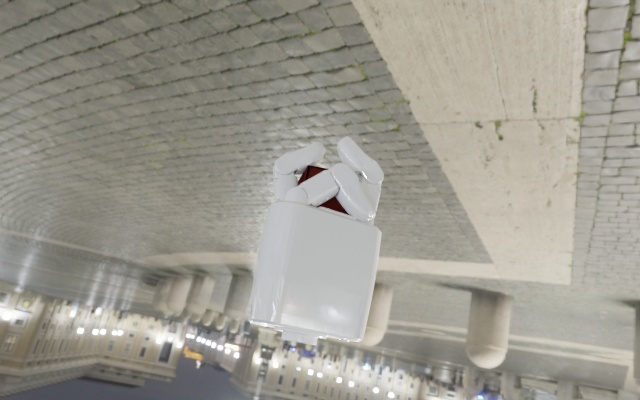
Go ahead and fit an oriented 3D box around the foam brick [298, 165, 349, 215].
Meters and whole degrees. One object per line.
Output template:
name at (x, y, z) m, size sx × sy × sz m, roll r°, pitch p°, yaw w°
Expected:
foam brick at (0.000, 0.002, 0.514) m, size 0.053 × 0.051 × 0.078 m, roll 11°, pitch -16°, yaw -8°
